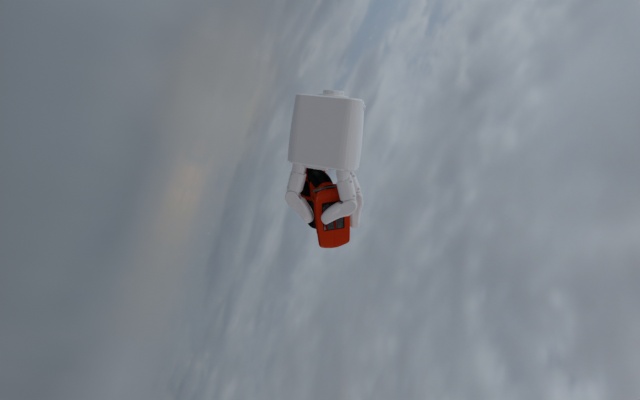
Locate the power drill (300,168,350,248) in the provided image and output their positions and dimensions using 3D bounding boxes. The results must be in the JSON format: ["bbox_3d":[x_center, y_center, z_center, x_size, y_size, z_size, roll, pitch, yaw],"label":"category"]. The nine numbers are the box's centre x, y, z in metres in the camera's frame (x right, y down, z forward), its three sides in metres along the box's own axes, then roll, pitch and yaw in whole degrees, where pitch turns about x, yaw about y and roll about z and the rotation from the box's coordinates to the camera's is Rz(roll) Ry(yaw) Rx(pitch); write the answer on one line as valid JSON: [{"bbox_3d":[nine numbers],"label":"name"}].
[{"bbox_3d":[0.000,0.003,0.832,0.057,0.184,0.187,-12,30,-10],"label":"power drill"}]
